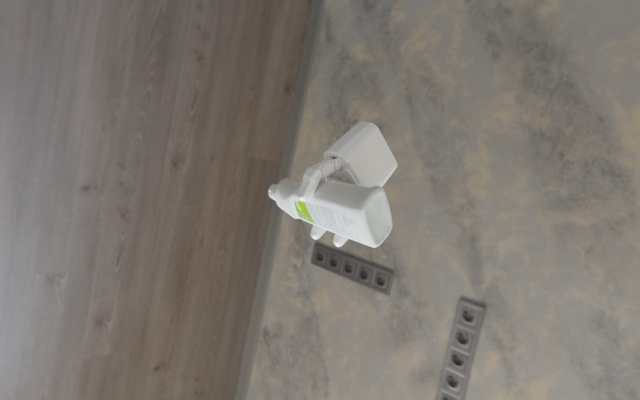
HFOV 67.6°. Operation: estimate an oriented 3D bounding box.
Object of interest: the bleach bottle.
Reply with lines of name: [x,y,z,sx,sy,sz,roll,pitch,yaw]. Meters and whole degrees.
bleach bottle: [0.000,0.003,0.828,0.251,0.103,0.068,16,50,40]
